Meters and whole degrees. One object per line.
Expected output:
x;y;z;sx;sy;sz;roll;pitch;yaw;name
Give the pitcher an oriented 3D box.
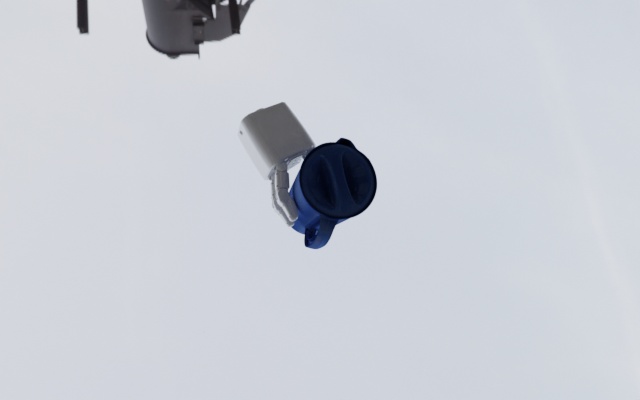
0.000;0.003;0.886;0.149;0.145;0.243;-31;-5;-19;pitcher
